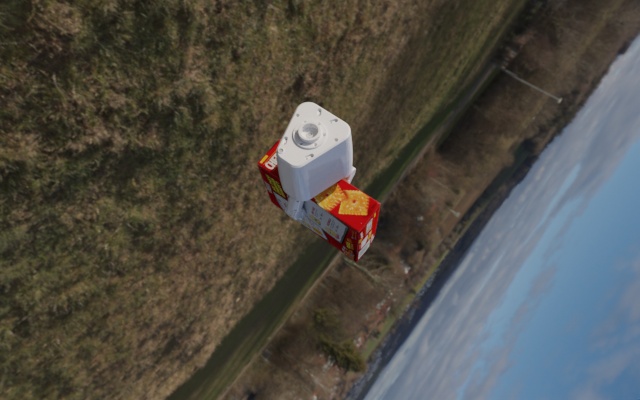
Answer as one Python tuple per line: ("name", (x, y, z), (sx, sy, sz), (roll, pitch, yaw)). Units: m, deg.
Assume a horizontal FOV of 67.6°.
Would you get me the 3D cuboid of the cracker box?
("cracker box", (0.000, 0.003, 0.858), (0.213, 0.072, 0.164), (35, -18, 17))
